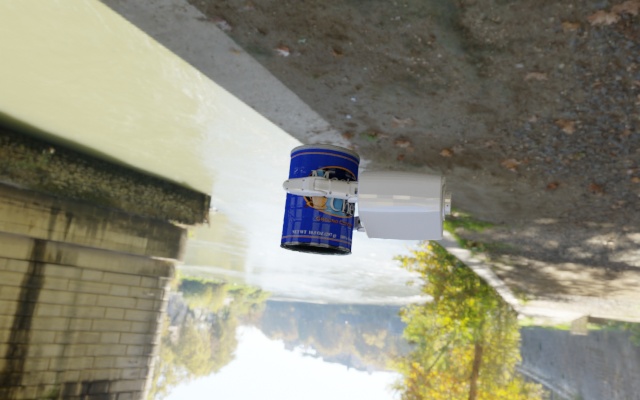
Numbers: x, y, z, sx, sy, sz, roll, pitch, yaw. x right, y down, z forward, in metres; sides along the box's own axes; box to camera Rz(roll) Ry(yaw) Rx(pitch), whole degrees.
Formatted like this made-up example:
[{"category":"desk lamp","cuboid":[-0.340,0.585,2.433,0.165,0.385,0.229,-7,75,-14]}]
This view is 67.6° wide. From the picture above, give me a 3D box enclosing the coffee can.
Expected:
[{"category":"coffee can","cuboid":[0.000,0.002,0.682,0.103,0.140,0.103,6,-13,1]}]
